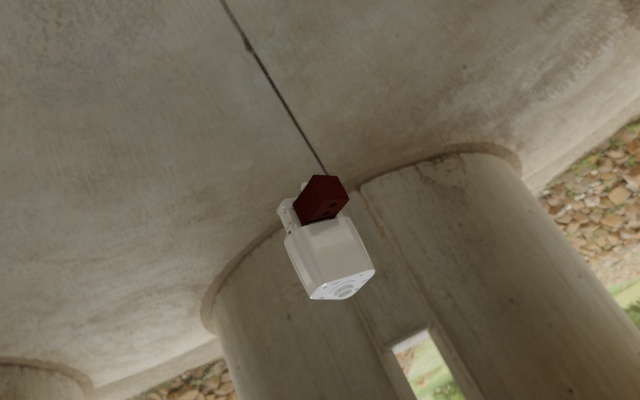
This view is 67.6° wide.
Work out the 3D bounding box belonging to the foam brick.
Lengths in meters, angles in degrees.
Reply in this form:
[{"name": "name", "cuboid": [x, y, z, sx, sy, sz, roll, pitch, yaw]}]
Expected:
[{"name": "foam brick", "cuboid": [0.000, 0.002, 0.778, 0.053, 0.051, 0.078, -1, -38, -37]}]
